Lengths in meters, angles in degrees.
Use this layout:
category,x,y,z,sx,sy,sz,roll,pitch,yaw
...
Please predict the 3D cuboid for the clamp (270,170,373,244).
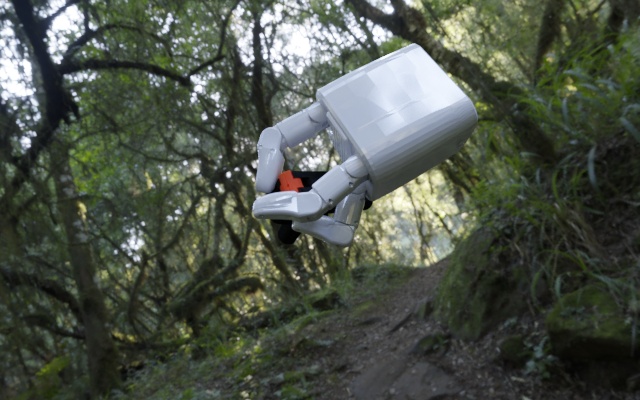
category,x,y,z,sx,sy,sz,roll,pitch,yaw
clamp,0.000,0.001,0.501,0.120,0.039,0.171,-28,-14,-3
